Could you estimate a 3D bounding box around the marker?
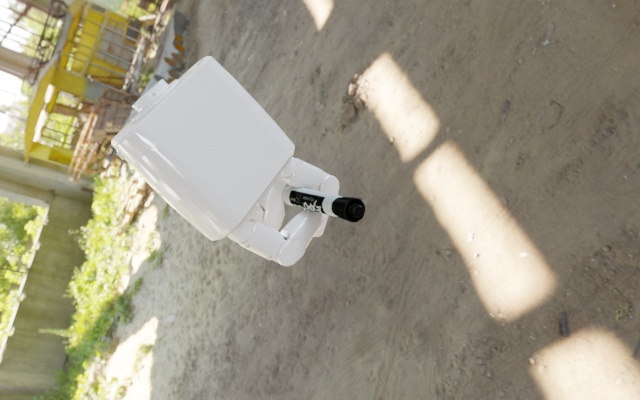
[{"bbox_3d":[0.000,0.001,0.403,0.020,0.020,0.121,0,6,-28],"label":"marker"}]
